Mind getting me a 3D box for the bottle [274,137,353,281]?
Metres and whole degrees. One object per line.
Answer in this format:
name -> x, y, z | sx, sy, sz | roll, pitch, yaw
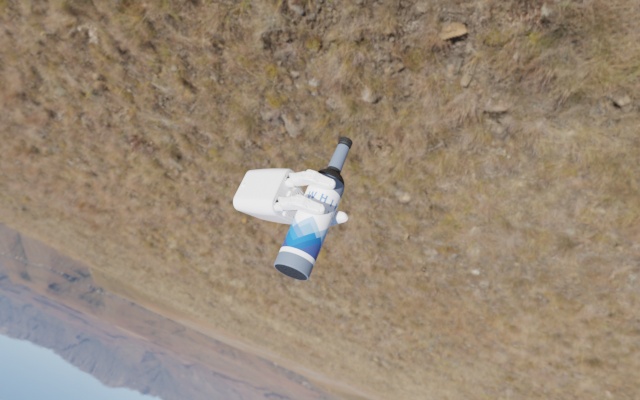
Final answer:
bottle -> 0.000, 0.003, 0.898 | 0.069, 0.295, 0.069 | 19, -25, 9
